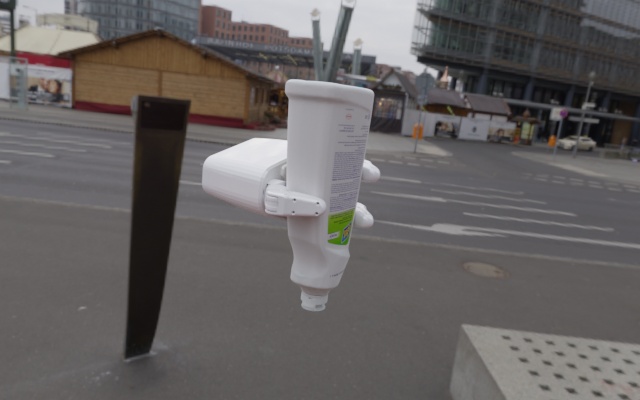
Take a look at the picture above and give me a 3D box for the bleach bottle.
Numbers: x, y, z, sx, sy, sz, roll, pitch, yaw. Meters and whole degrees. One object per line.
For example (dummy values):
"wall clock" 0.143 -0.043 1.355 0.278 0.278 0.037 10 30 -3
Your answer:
"bleach bottle" 0.000 0.002 0.522 0.068 0.251 0.102 15 14 35
